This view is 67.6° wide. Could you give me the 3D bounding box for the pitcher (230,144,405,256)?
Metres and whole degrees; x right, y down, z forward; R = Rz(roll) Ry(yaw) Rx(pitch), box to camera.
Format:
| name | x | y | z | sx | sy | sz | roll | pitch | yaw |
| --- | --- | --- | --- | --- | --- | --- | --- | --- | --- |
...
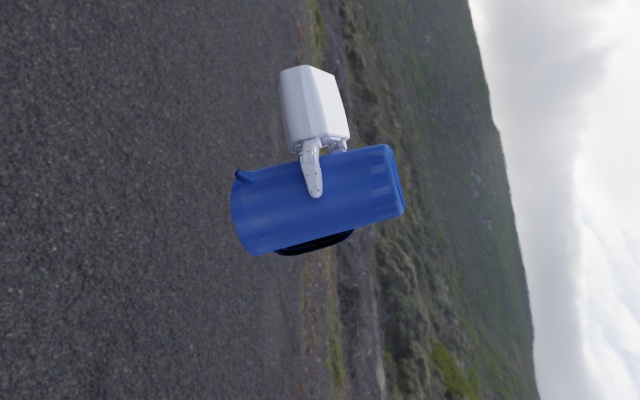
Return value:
| name | x | y | z | sx | sy | sz | roll | pitch | yaw |
| --- | --- | --- | --- | --- | --- | --- | --- | --- | --- |
| pitcher | 0.000 | 0.002 | 0.723 | 0.243 | 0.145 | 0.149 | -13 | -5 | 12 |
